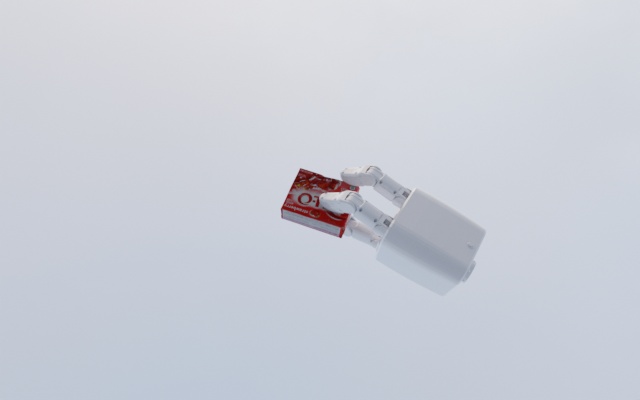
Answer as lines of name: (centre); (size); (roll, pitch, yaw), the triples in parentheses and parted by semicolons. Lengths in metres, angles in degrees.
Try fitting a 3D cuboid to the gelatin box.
gelatin box: (0.000, 0.002, 0.646); (0.089, 0.073, 0.030); (18, -33, 8)
